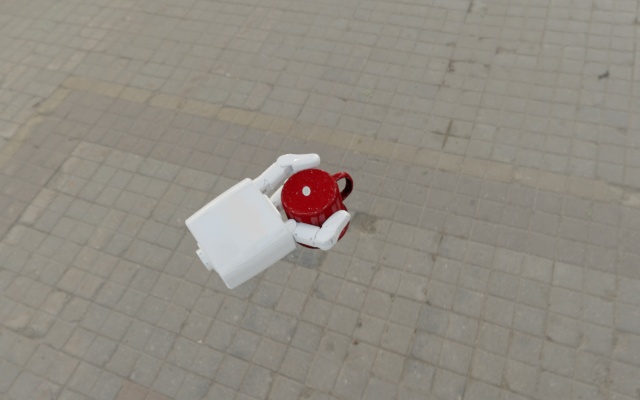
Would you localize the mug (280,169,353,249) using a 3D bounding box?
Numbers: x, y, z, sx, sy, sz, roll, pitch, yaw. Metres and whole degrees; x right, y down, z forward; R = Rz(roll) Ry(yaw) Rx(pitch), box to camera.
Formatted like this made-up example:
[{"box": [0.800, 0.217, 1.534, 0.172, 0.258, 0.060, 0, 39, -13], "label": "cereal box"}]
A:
[{"box": [0.001, 0.001, 0.681, 0.117, 0.093, 0.082, -36, -34, -13], "label": "mug"}]
